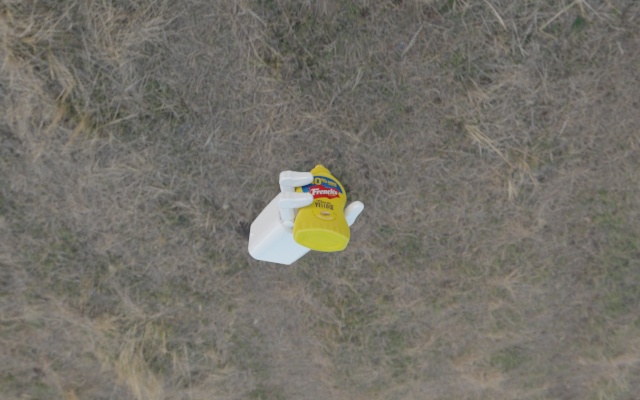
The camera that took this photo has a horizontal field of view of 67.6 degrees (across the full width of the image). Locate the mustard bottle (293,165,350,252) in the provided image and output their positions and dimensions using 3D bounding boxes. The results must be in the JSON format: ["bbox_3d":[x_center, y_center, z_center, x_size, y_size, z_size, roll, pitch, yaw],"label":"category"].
[{"bbox_3d":[0.000,0.003,0.875,0.096,0.058,0.191,9,43,-10],"label":"mustard bottle"}]
